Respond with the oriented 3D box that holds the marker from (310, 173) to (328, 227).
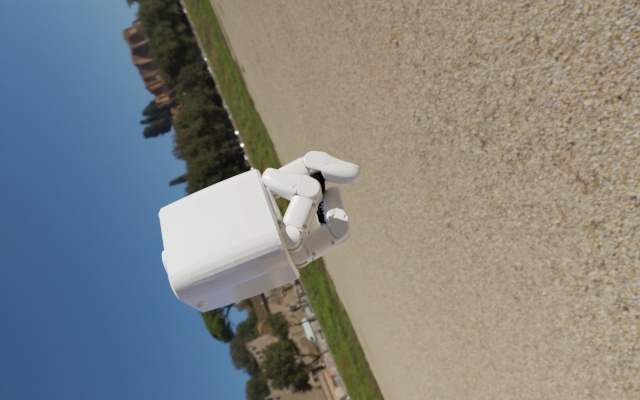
[{"bbox_3d":[0.000,0.002,0.532,0.020,0.020,0.121,0,-23,6],"label":"marker"}]
